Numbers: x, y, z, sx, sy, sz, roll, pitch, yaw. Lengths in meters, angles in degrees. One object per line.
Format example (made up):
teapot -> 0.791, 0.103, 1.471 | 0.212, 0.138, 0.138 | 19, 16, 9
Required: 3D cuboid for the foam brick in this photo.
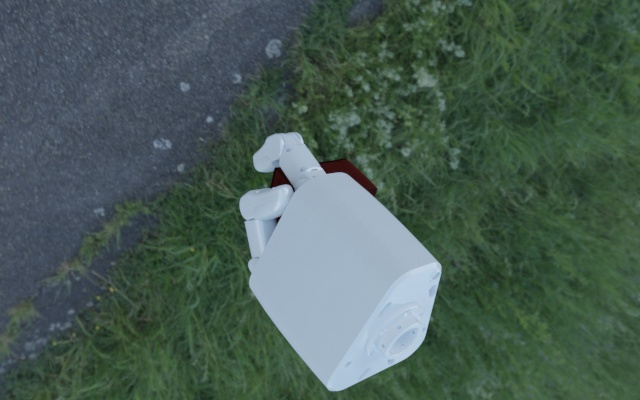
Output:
foam brick -> 0.000, 0.001, 0.413 | 0.078, 0.053, 0.051 | -11, 40, -36
